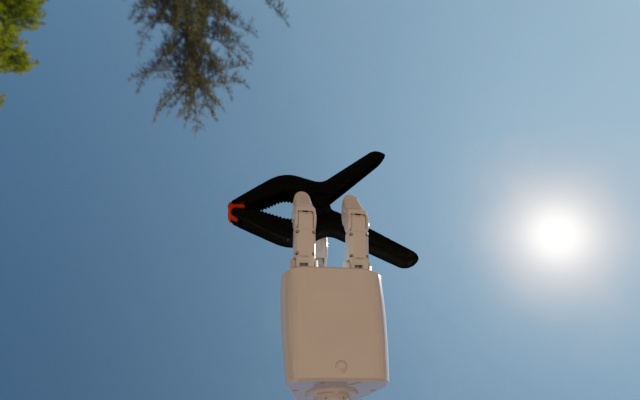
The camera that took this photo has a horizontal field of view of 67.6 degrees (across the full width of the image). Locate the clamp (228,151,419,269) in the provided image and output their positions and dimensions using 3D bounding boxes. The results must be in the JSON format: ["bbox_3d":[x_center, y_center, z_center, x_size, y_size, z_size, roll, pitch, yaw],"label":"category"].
[{"bbox_3d":[-0.001,0.002,0.556,0.210,0.164,0.036,3,-38,-9],"label":"clamp"}]
